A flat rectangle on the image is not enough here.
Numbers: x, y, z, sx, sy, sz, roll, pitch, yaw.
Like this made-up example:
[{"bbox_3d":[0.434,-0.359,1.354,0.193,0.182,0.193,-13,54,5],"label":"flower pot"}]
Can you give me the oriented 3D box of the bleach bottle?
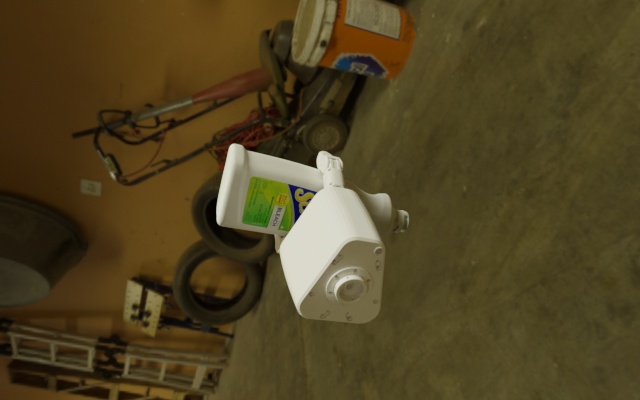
[{"bbox_3d":[0.000,0.002,0.615,0.251,0.103,0.068,10,25,-18],"label":"bleach bottle"}]
